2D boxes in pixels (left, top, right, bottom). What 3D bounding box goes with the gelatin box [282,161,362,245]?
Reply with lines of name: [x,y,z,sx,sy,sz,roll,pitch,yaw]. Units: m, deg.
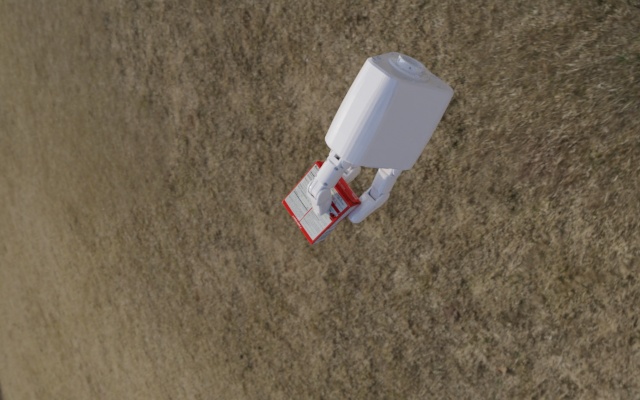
gelatin box: [0.000,0.002,0.620,0.030,0.073,0.089,-16,-25,-52]
